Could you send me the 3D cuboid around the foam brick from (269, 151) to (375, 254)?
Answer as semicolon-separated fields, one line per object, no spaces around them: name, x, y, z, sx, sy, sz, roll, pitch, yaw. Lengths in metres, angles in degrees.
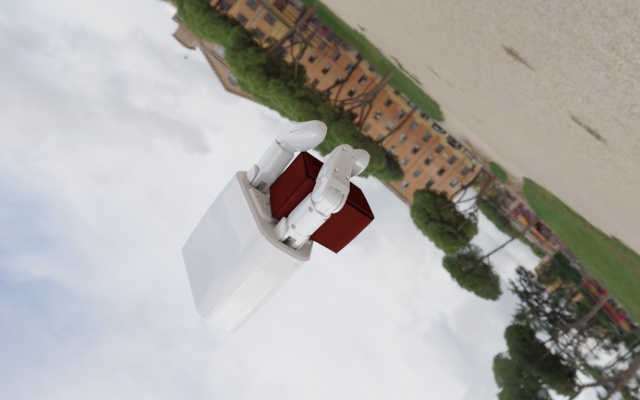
foam brick;0.000;0.002;0.437;0.078;0.051;0.053;33;21;-25
